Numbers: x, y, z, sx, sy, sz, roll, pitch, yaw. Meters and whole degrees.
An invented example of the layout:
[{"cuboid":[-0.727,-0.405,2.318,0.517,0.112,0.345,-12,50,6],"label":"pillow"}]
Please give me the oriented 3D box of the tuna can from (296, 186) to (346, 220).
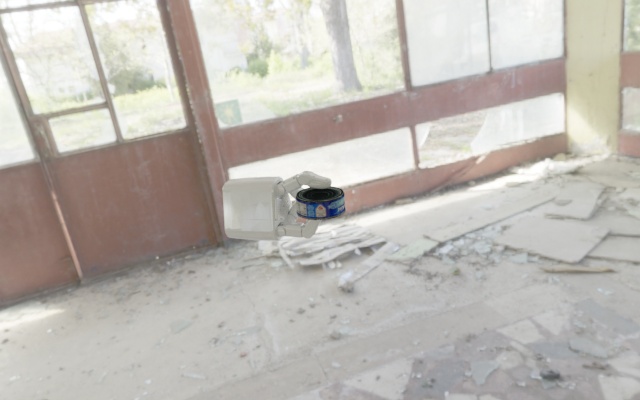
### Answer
[{"cuboid":[0.000,0.002,0.823,0.086,0.034,0.086,-3,20,1],"label":"tuna can"}]
